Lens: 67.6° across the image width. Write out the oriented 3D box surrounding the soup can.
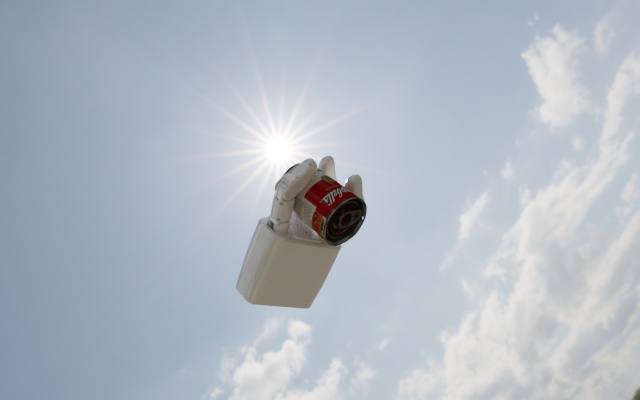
[{"bbox_3d":[0.000,0.001,0.608,0.068,0.068,0.102,0,29,-46],"label":"soup can"}]
